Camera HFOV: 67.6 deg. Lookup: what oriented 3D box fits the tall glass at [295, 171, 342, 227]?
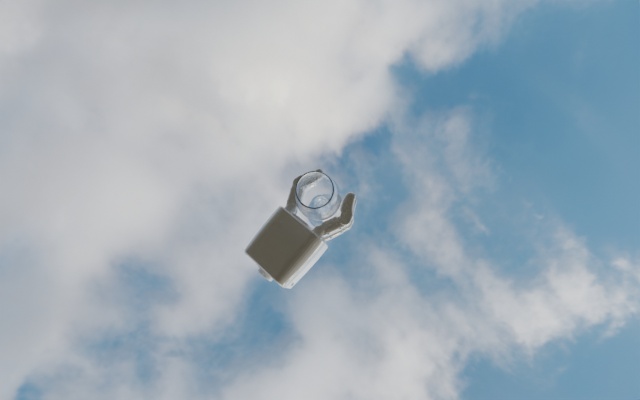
[{"bbox_3d":[0.000,0.003,0.848,0.079,0.079,0.201,0,-12,6],"label":"tall glass"}]
